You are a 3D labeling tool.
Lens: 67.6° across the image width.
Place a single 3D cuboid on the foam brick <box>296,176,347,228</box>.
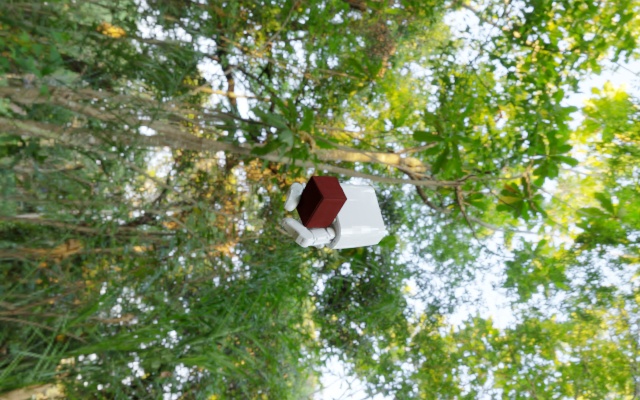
[{"bbox_3d":[0.000,0.003,0.805,0.051,0.053,0.078,1,-42,-32],"label":"foam brick"}]
